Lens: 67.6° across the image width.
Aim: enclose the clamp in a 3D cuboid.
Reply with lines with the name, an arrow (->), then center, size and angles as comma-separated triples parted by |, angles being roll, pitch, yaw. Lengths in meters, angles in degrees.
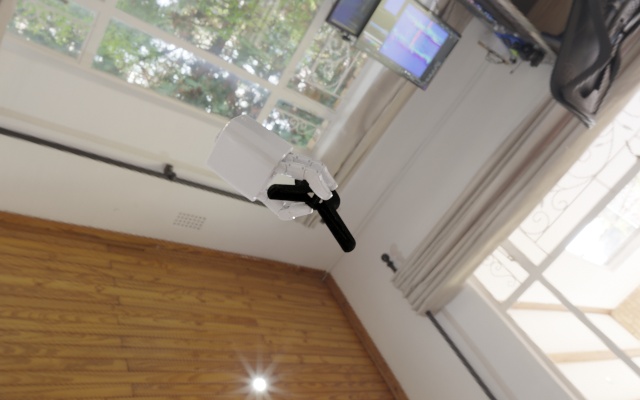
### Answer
clamp -> 0.000, 0.003, 0.820 | 0.164, 0.036, 0.210 | 39, 20, -4
